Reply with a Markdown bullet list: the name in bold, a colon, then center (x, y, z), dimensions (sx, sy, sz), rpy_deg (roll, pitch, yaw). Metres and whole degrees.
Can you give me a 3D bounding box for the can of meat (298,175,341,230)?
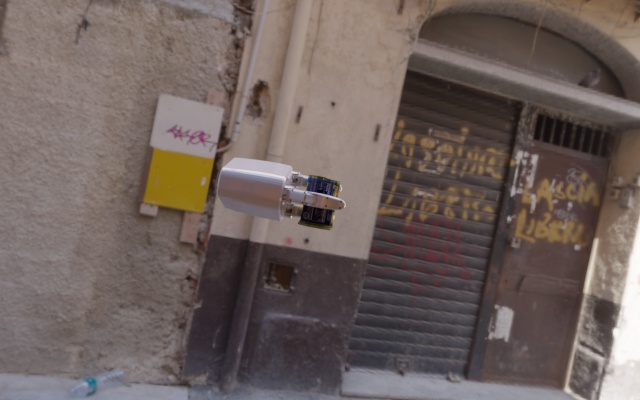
- **can of meat**: center (0.000, 0.002, 0.814), dimensions (0.057, 0.084, 0.102), rpy_deg (11, 1, 4)
